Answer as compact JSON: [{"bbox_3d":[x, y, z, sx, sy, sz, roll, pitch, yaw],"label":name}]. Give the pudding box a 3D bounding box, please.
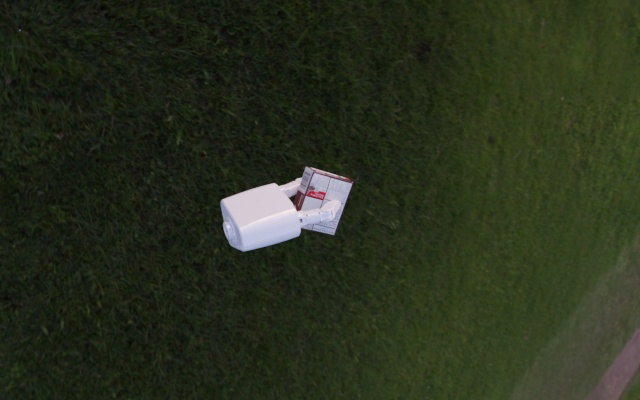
[{"bbox_3d":[0.000,0.003,0.890,0.090,0.113,0.039,14,12,-29],"label":"pudding box"}]
